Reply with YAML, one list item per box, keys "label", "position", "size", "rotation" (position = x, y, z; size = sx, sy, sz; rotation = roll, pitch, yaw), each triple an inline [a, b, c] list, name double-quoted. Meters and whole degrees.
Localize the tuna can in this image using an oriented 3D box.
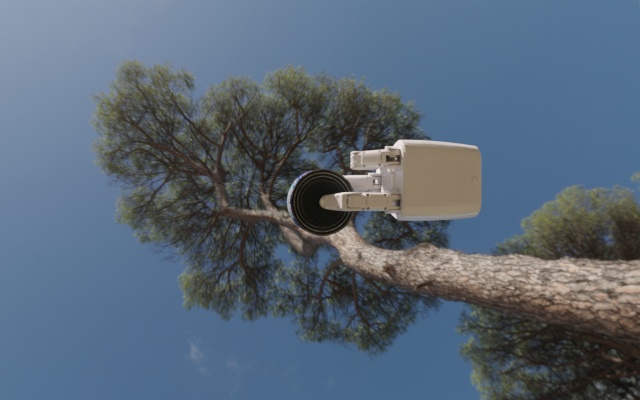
- label: "tuna can"
  position: [0.000, 0.002, 0.622]
  size: [0.086, 0.086, 0.034]
  rotation: [0, 2, -14]
